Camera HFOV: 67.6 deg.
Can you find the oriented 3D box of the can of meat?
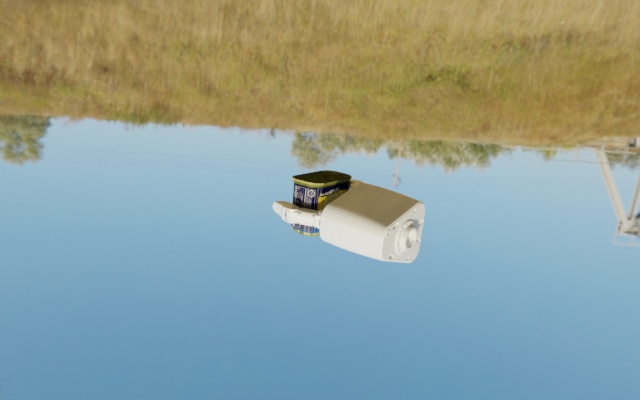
[{"bbox_3d":[0.000,0.003,0.747,0.057,0.084,0.102,16,19,35],"label":"can of meat"}]
